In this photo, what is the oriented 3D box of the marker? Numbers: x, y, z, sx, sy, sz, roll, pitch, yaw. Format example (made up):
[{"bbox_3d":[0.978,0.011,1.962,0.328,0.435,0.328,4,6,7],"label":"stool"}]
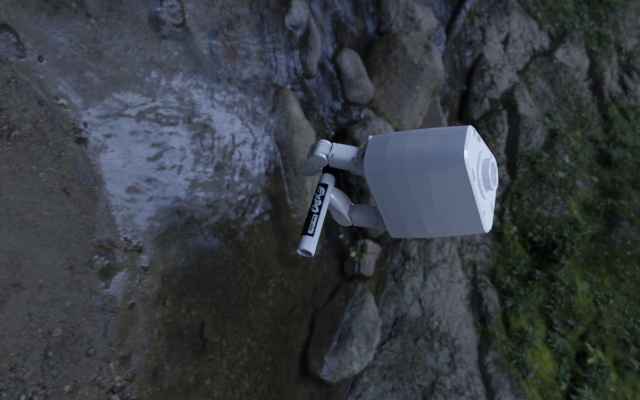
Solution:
[{"bbox_3d":[0.000,0.002,0.503,0.020,0.121,0.020,13,-29,8],"label":"marker"}]
